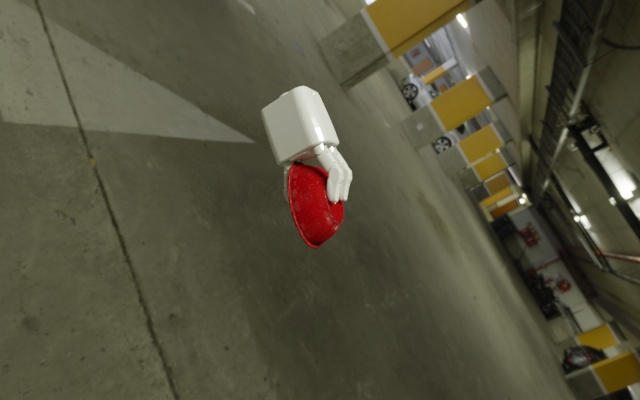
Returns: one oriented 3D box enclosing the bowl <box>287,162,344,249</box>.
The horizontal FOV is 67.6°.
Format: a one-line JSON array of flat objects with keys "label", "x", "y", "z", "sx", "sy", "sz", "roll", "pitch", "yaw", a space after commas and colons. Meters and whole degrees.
[{"label": "bowl", "x": 0.001, "y": 0.004, "z": 0.853, "sx": 0.055, "sy": 0.162, "sz": 0.162, "roll": -13, "pitch": -4, "yaw": 19}]
